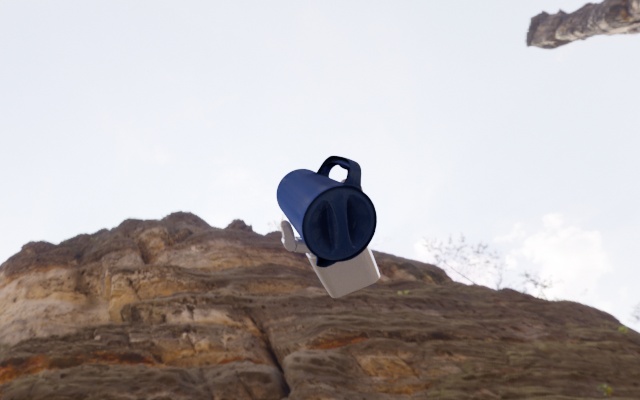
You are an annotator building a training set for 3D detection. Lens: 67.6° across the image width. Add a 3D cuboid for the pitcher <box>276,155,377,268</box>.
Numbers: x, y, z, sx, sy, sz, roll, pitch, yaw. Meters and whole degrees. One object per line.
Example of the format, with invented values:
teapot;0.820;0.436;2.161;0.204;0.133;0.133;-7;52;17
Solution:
pitcher;0.000;0.003;0.887;0.149;0.145;0.242;-31;22;-10
